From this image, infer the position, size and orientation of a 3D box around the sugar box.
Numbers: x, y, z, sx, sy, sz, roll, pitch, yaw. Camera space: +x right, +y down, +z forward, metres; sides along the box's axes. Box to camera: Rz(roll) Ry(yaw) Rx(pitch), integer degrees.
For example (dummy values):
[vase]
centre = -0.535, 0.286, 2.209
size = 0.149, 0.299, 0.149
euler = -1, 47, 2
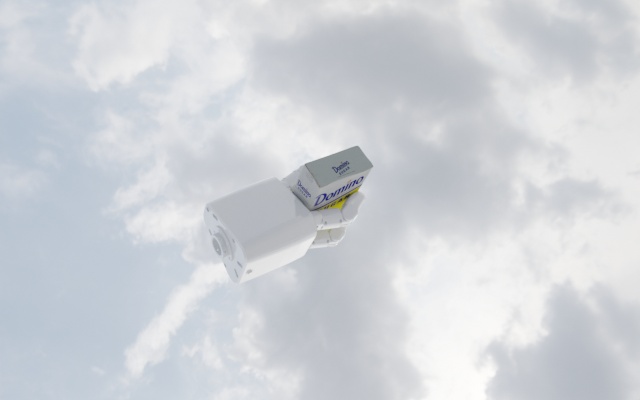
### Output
[sugar box]
centre = 0.000, 0.003, 0.681
size = 0.093, 0.048, 0.176
euler = -22, -21, -31
